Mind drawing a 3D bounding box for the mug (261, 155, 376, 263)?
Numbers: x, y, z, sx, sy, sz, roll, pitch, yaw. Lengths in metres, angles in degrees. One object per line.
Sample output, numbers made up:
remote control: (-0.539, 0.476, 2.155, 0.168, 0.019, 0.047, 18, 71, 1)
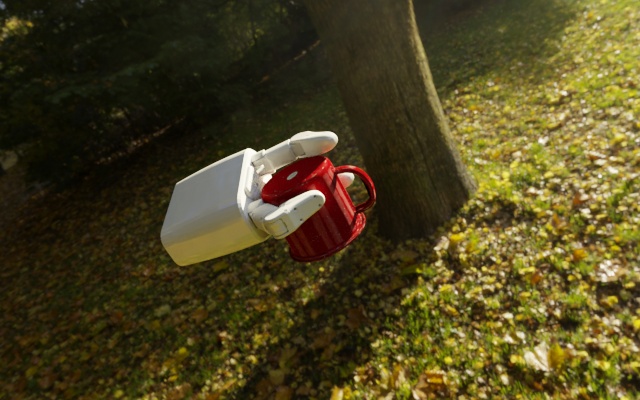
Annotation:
mug: (0.001, 0.001, 0.506, 0.117, 0.081, 0.093, -21, 24, 17)
